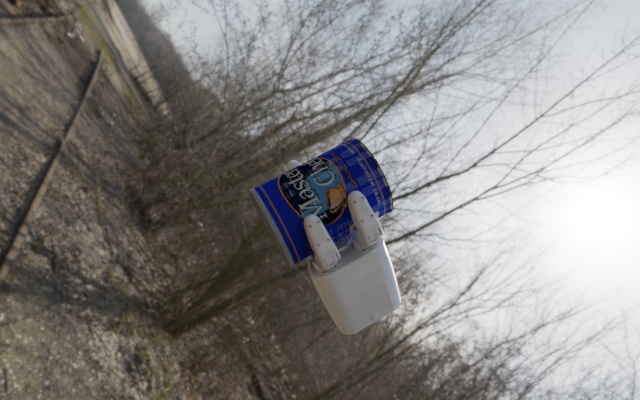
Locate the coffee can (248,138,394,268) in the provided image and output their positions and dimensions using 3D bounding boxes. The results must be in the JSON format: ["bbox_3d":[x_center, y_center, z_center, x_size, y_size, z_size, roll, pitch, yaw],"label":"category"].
[{"bbox_3d":[0.000,0.002,0.568,0.140,0.103,0.103,-28,5,-10],"label":"coffee can"}]
